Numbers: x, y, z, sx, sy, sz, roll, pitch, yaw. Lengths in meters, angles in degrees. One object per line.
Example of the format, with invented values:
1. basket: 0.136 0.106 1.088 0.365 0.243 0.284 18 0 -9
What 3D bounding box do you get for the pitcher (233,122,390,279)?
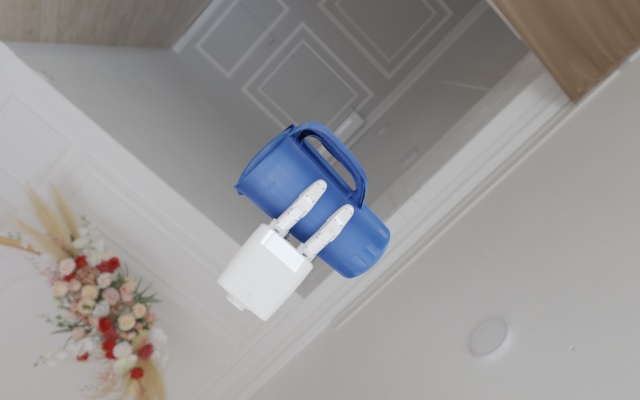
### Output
1. pitcher: 0.000 0.003 0.742 0.243 0.145 0.149 43 -13 -13
